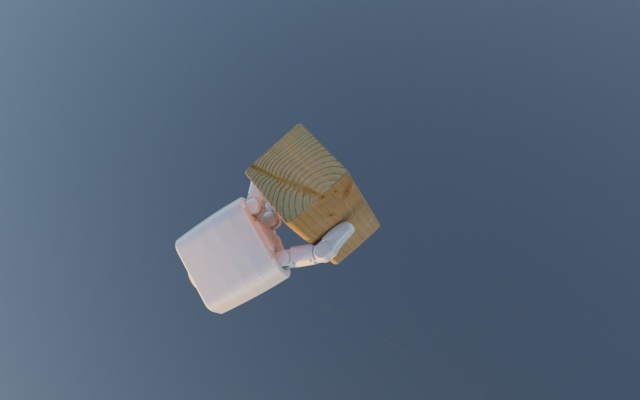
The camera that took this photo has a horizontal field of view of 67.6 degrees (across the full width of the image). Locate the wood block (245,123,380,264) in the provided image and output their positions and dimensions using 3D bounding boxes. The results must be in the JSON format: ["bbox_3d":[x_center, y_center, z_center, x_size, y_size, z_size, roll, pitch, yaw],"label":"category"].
[{"bbox_3d":[0.000,0.002,0.622,0.090,0.090,0.206,-41,-26,0],"label":"wood block"}]
